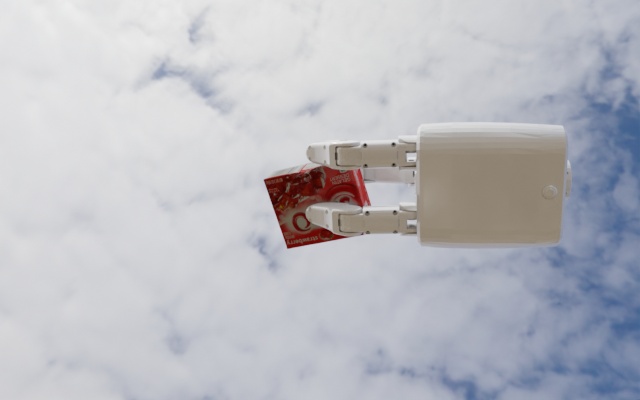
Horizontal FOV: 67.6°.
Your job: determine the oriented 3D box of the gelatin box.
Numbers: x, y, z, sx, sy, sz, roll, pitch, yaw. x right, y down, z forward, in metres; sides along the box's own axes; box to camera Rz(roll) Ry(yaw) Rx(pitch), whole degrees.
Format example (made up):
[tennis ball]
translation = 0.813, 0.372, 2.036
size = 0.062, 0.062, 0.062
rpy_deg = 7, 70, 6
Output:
[gelatin box]
translation = 0.000, 0.001, 0.446
size = 0.089, 0.073, 0.030
rpy_deg = -11, 16, 22
